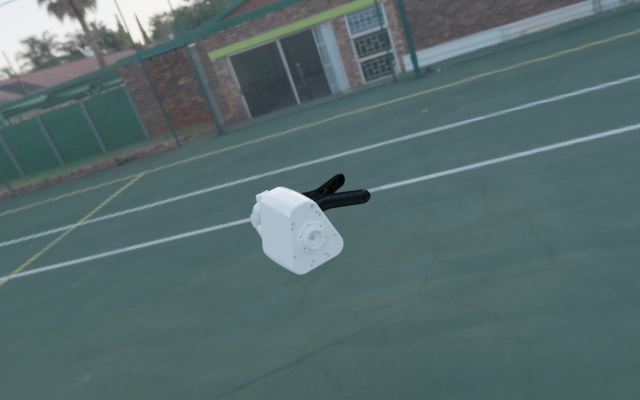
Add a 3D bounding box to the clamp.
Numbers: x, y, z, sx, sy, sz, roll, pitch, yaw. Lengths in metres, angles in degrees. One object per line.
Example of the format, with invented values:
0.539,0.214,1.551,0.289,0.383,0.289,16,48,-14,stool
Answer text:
0.000,0.002,0.838,0.171,0.039,0.120,-27,22,-22,clamp
